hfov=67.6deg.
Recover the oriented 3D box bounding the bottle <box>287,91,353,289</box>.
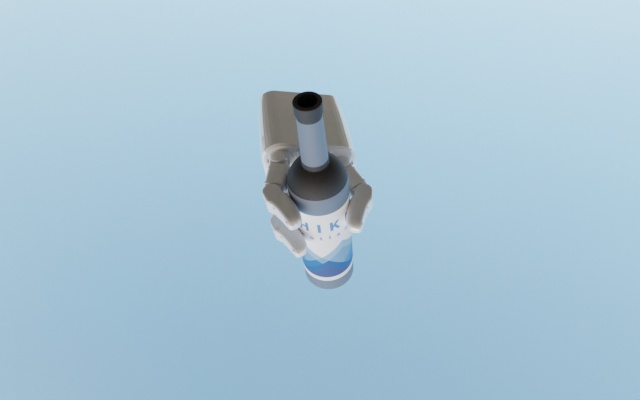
[{"bbox_3d":[0.000,0.002,0.540,0.069,0.069,0.296,0,-38,6],"label":"bottle"}]
